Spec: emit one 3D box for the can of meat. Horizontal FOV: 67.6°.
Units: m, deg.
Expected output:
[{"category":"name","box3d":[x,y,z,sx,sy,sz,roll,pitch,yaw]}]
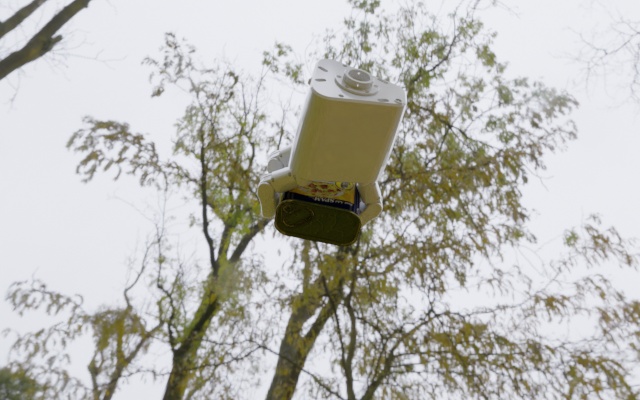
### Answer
[{"category":"can of meat","box3d":[0.000,0.002,0.593,0.102,0.057,0.084,11,41,-2]}]
